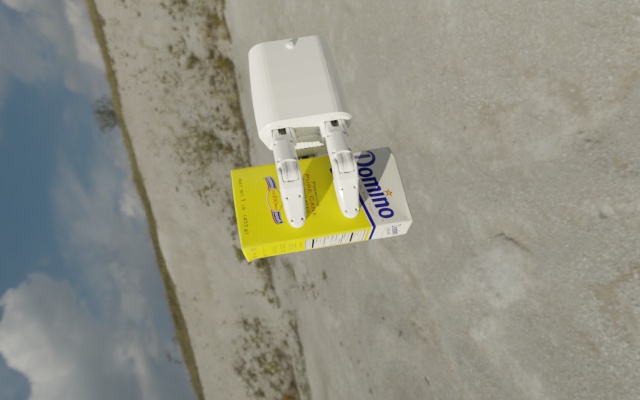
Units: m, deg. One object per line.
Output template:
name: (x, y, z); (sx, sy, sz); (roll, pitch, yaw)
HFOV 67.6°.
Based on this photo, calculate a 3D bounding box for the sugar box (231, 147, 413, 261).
sugar box: (0.000, 0.001, 0.507); (0.176, 0.093, 0.048); (-11, -24, -5)
